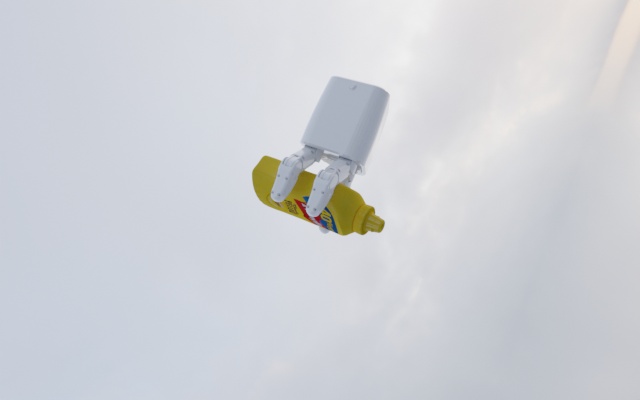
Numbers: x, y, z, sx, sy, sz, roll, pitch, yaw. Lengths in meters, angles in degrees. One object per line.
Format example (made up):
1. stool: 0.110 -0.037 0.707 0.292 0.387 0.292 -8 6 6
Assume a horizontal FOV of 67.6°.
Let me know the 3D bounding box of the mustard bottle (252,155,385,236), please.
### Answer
1. mustard bottle: 0.000 0.002 0.658 0.191 0.058 0.096 21 -28 25
